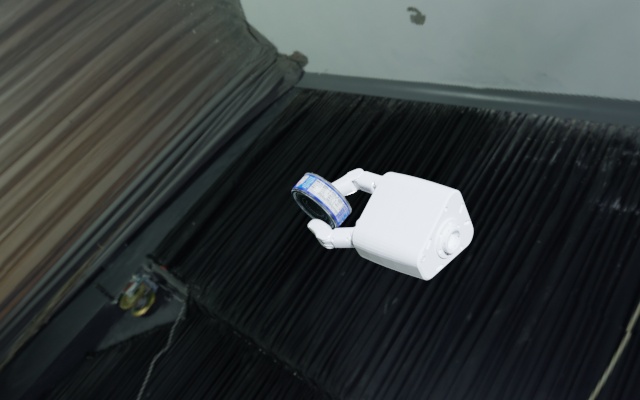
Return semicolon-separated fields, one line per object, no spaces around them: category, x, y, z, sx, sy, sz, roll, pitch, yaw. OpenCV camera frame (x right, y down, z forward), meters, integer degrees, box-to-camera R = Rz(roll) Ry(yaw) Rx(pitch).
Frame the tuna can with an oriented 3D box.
tuna can;0.000;0.003;0.677;0.086;0.033;0.086;37;-17;14
